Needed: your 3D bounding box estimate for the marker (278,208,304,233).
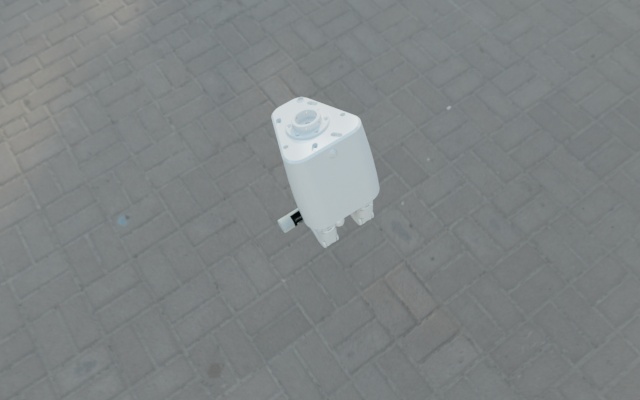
[{"bbox_3d":[0.000,0.002,0.618,0.121,0.020,0.020,-32,7,-12],"label":"marker"}]
